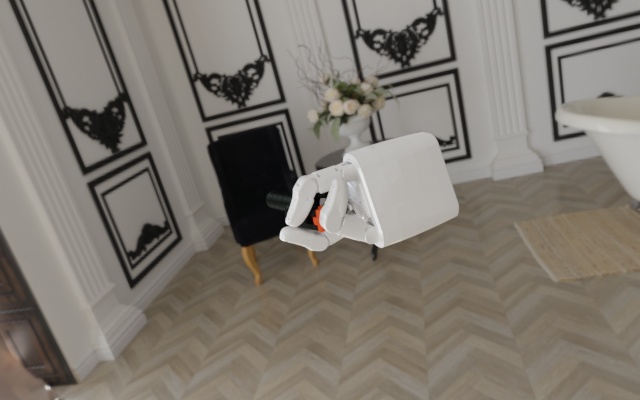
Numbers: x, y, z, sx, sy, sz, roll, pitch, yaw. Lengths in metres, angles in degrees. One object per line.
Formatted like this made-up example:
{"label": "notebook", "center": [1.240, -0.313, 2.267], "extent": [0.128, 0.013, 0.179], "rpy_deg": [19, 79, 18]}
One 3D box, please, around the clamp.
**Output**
{"label": "clamp", "center": [0.000, 0.002, 0.629], "extent": [0.120, 0.039, 0.171], "rpy_deg": [-19, 18, -12]}
